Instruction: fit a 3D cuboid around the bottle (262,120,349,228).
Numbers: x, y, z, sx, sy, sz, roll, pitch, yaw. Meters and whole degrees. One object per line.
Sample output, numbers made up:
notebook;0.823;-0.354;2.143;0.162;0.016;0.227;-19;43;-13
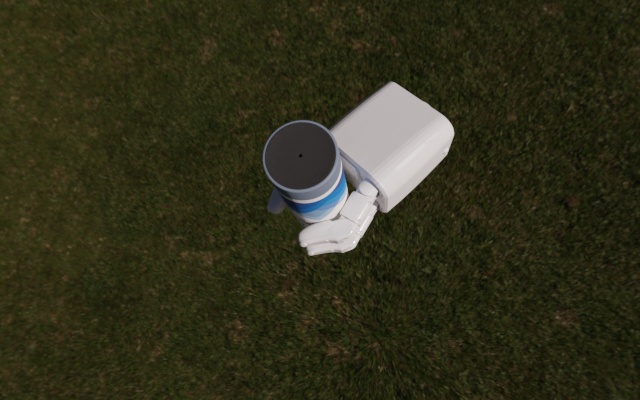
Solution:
bottle;0.000;0.002;0.547;0.069;0.069;0.296;0;-16;7
